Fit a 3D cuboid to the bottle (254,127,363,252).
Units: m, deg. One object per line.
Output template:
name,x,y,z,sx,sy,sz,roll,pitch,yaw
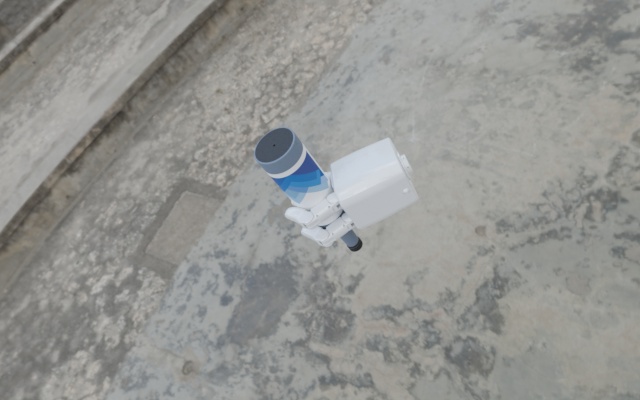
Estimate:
bottle,0.000,0.002,0.770,0.069,0.069,0.296,0,-33,32
